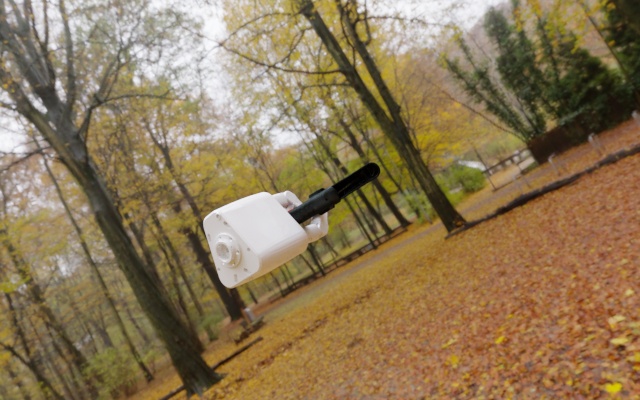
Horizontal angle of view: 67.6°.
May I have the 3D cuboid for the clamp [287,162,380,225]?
[{"bbox_3d":[0.000,0.002,0.701,0.171,0.039,0.120,-34,-7,35],"label":"clamp"}]
